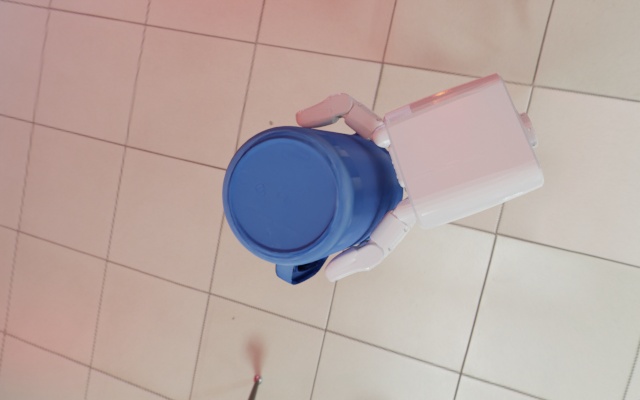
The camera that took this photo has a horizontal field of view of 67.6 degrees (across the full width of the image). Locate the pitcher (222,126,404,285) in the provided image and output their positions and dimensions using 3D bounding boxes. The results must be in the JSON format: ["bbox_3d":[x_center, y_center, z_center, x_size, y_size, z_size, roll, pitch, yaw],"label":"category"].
[{"bbox_3d":[0.000,0.001,0.473,0.145,0.149,0.243,-20,-3,16],"label":"pitcher"}]
